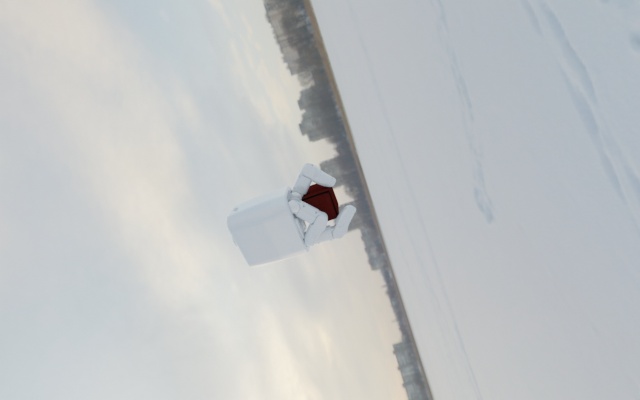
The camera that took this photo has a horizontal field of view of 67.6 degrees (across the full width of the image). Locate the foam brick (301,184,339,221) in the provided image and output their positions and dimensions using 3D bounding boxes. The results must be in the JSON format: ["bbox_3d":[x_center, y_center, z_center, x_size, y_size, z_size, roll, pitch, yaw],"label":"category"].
[{"bbox_3d":[0.000,0.003,0.833,0.051,0.053,0.078,-19,15,7],"label":"foam brick"}]
